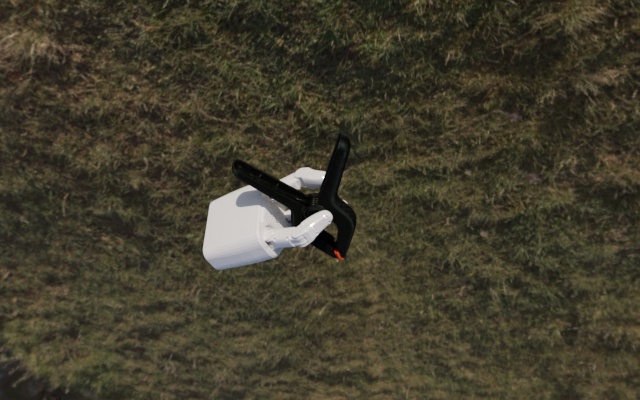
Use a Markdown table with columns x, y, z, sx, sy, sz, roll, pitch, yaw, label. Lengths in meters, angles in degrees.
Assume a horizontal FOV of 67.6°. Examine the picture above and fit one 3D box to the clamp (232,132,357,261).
| x | y | z | sx | sy | sz | roll | pitch | yaw | label |
| --- | --- | --- | --- | --- | --- | --- | --- | --- | --- |
| 0.000 | 0.003 | 0.652 | 0.164 | 0.210 | 0.036 | -17 | 37 | 26 | clamp |
